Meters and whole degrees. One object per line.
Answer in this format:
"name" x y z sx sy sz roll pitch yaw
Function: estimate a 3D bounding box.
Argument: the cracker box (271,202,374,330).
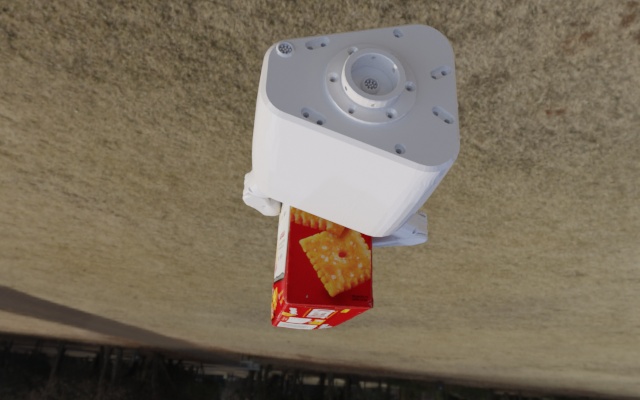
"cracker box" 0.000 0.002 0.436 0.072 0.213 0.164 5 -21 -7
